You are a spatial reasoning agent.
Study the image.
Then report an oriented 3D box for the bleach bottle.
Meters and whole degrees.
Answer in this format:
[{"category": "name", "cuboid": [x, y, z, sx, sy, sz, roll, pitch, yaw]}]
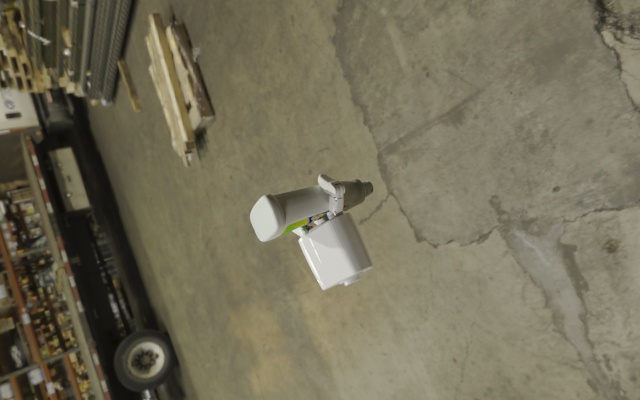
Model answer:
[{"category": "bleach bottle", "cuboid": [0.000, 0.003, 0.886, 0.251, 0.068, 0.103, -18, -14, -32]}]
